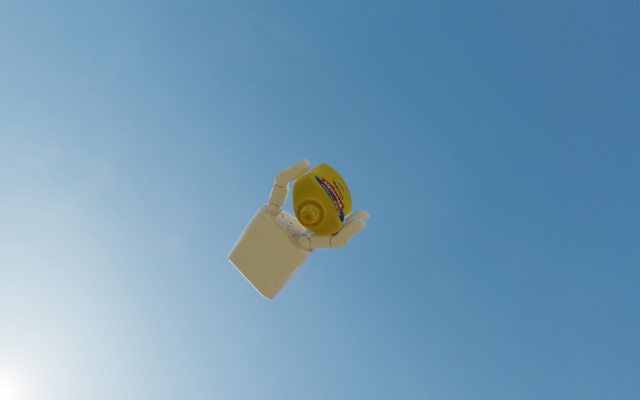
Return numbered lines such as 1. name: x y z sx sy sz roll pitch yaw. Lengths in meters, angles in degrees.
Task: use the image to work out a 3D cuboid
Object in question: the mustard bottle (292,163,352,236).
1. mustard bottle: 0.000 0.002 0.718 0.058 0.096 0.191 -27 6 16
